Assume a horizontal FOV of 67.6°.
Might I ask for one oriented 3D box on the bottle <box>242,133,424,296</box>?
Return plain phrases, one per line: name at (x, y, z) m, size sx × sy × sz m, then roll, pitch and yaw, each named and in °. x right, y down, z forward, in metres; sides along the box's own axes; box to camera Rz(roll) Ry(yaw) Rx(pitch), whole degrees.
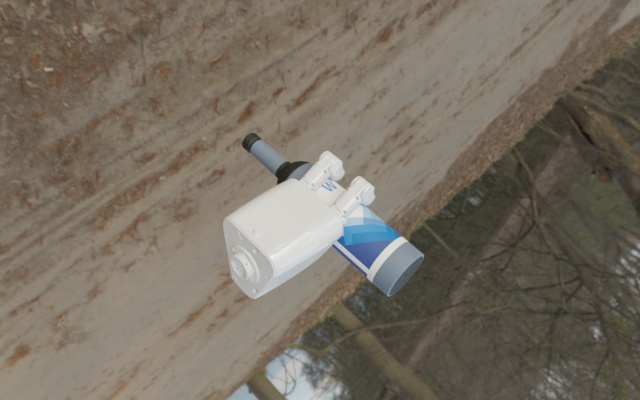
bottle at (0.000, 0.002, 0.629) m, size 0.295 × 0.069 × 0.069 m, roll 41°, pitch 18°, yaw 23°
